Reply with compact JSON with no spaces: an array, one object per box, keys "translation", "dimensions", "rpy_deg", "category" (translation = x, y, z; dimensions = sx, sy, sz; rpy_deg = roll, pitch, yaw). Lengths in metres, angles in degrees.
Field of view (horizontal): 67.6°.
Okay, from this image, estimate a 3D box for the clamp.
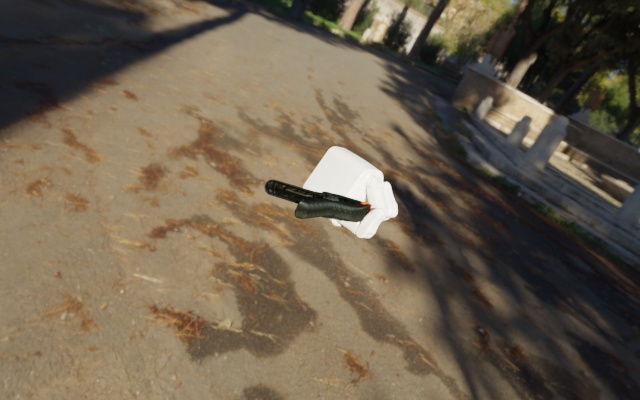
[{"translation":[0.001,0.002,0.732],"dimensions":[0.171,0.039,0.120],"rpy_deg":[10,20,-42],"category":"clamp"}]
